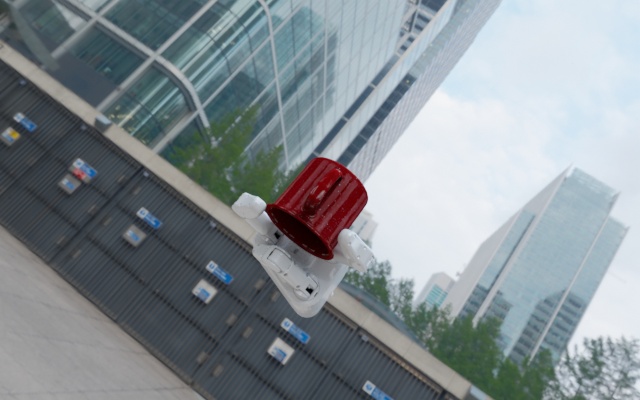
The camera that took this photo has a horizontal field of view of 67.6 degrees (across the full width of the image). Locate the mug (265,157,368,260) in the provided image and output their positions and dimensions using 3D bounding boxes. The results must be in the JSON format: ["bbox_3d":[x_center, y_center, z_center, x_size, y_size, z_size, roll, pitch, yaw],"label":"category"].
[{"bbox_3d":[0.000,0.001,0.521,0.093,0.081,0.117,35,-20,11],"label":"mug"}]
